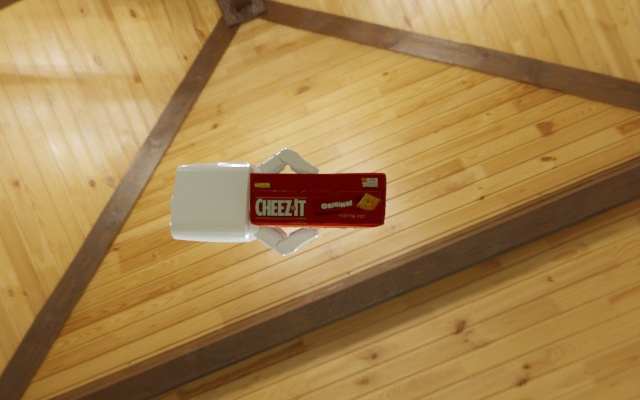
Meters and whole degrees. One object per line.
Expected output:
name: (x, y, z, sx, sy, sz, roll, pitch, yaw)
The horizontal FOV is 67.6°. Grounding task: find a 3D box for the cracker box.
cracker box: (0.000, 0.002, 0.668, 0.164, 0.072, 0.213, 0, -1, 2)
